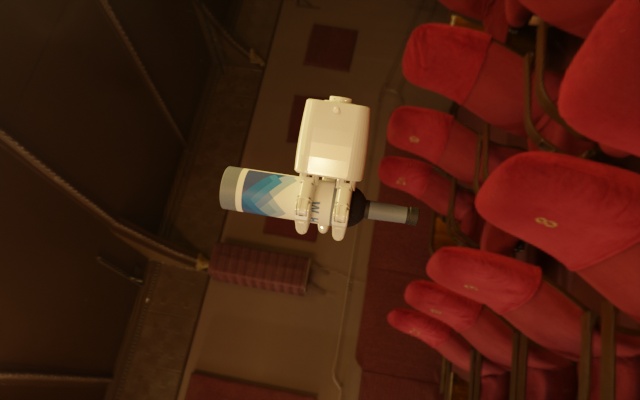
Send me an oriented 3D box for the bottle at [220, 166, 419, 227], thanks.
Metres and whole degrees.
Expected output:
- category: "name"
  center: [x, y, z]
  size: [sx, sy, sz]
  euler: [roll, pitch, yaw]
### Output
- category: "bottle"
  center: [0.000, 0.002, 0.723]
  size: [0.296, 0.069, 0.069]
  euler: [9, 1, 5]
